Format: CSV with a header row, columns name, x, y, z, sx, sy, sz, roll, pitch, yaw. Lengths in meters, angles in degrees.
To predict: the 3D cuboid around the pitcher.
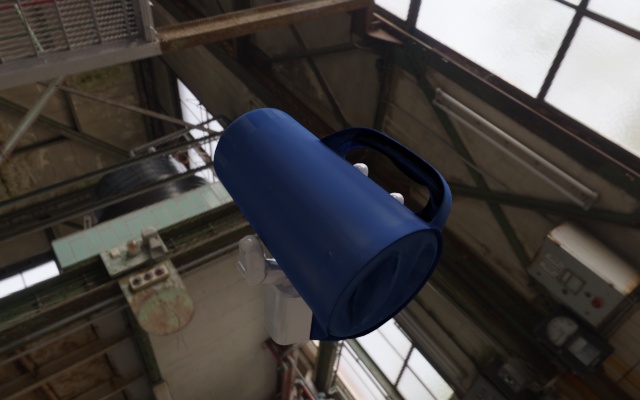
name,x,y,z,sx,sy,sz,roll,pitch,yaw
pitcher,0.000,0.002,0.477,0.149,0.145,0.242,-22,50,-29
